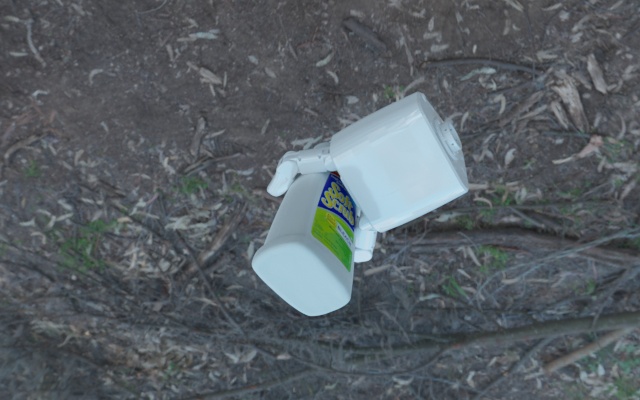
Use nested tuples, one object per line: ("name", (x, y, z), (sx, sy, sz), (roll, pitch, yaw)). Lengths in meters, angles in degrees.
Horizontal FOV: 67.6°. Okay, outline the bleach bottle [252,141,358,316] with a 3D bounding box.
("bleach bottle", (0.000, 0.002, 0.544), (0.068, 0.103, 0.250), (-27, 30, 27))
